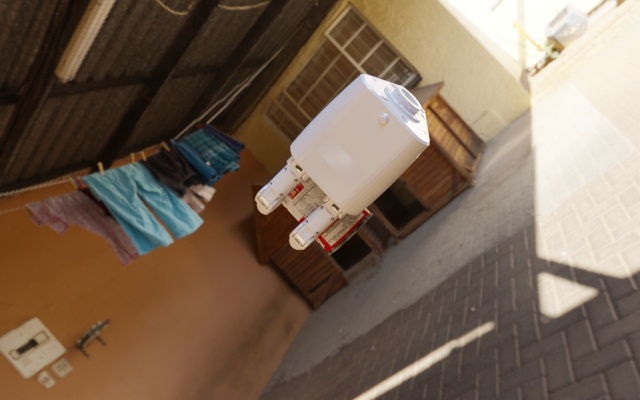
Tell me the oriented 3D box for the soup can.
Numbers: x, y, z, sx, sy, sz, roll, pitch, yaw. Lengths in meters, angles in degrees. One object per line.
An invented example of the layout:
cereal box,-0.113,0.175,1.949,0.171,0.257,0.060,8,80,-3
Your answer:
soup can,0.000,0.002,0.542,0.068,0.102,0.068,-43,-2,-2
